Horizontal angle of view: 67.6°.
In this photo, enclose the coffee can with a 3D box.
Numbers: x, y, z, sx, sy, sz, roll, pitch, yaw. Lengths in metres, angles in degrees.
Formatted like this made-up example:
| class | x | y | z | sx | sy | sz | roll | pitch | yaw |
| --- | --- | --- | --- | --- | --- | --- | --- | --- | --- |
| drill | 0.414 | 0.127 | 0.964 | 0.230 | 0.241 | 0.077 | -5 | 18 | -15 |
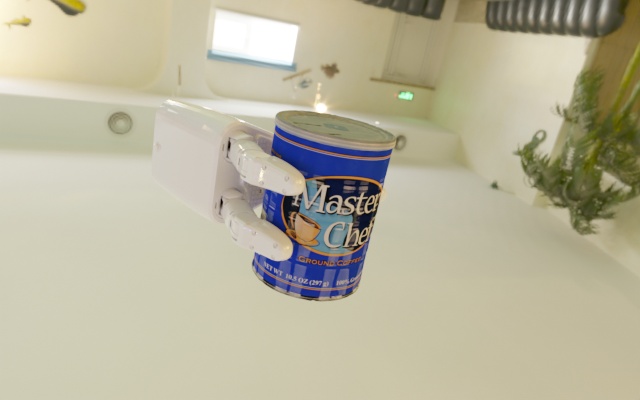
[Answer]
| class | x | y | z | sx | sy | sz | roll | pitch | yaw |
| --- | --- | --- | --- | --- | --- | --- | --- | --- | --- |
| coffee can | 0.000 | 0.001 | 0.421 | 0.103 | 0.140 | 0.102 | 10 | 19 | -4 |
